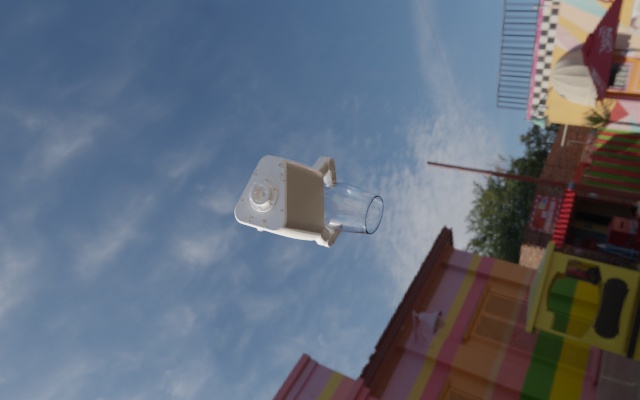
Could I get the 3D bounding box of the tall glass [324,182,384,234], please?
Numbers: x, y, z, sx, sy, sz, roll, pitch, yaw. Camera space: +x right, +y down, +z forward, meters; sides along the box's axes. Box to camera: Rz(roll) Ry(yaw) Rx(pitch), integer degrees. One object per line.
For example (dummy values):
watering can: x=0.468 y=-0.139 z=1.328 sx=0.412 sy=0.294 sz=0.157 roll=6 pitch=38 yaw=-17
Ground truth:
tall glass: x=0.000 y=0.002 z=0.787 sx=0.201 sy=0.079 sz=0.079 roll=14 pitch=7 yaw=30
